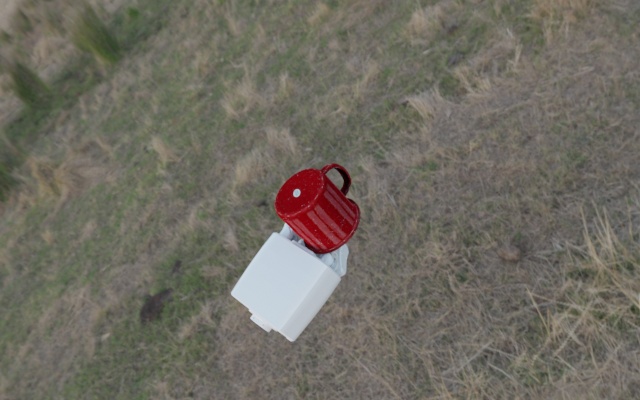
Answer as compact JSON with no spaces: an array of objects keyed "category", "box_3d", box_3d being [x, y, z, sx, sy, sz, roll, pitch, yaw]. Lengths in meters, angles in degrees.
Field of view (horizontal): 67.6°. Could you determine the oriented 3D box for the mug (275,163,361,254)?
[{"category":"mug","box_3d":[0.001,0.001,0.639,0.093,0.117,0.081,19,-21,49]}]
